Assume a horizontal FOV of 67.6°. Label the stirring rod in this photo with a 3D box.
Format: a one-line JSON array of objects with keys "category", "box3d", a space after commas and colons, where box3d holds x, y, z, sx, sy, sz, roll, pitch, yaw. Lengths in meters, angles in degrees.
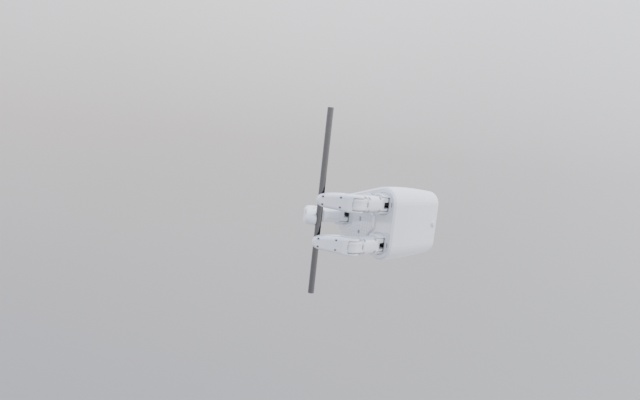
[{"category": "stirring rod", "box3d": [0.000, 0.002, 0.613, 0.011, 0.239, 0.011, 6, 7, -1]}]
